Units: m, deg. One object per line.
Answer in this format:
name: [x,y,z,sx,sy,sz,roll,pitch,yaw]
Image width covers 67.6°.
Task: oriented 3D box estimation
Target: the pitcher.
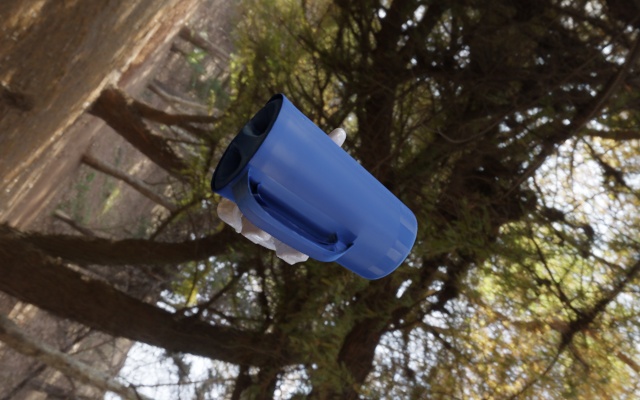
pitcher: [0.000,0.002,0.572,0.243,0.149,0.145,36,-15,-23]
